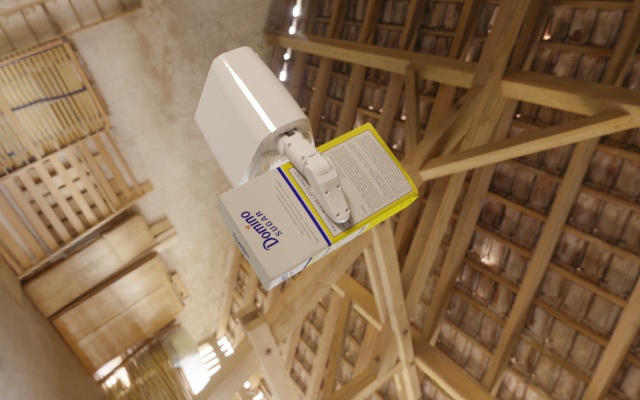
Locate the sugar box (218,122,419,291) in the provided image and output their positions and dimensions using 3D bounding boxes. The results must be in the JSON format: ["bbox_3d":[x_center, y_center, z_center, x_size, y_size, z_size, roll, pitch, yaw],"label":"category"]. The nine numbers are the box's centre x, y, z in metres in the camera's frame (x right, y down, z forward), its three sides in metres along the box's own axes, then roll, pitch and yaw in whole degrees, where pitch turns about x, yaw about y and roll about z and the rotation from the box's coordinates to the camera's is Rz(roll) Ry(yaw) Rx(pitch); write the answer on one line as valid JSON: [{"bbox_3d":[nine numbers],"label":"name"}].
[{"bbox_3d":[0.000,0.002,0.462,0.176,0.093,0.048,-28,-15,-21],"label":"sugar box"}]
